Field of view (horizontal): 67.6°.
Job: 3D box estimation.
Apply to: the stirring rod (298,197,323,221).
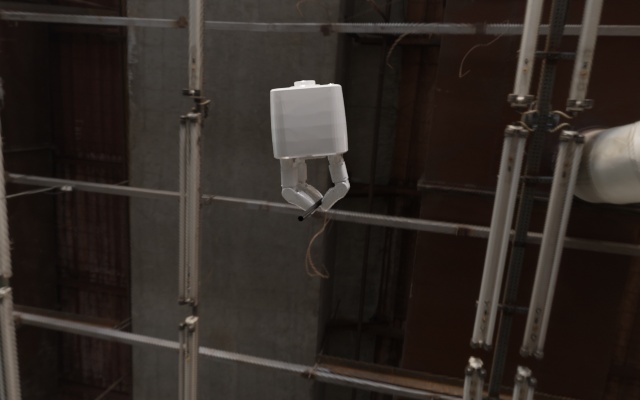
[{"bbox_3d":[0.000,0.003,0.777,0.011,0.011,0.239,0,11,14],"label":"stirring rod"}]
